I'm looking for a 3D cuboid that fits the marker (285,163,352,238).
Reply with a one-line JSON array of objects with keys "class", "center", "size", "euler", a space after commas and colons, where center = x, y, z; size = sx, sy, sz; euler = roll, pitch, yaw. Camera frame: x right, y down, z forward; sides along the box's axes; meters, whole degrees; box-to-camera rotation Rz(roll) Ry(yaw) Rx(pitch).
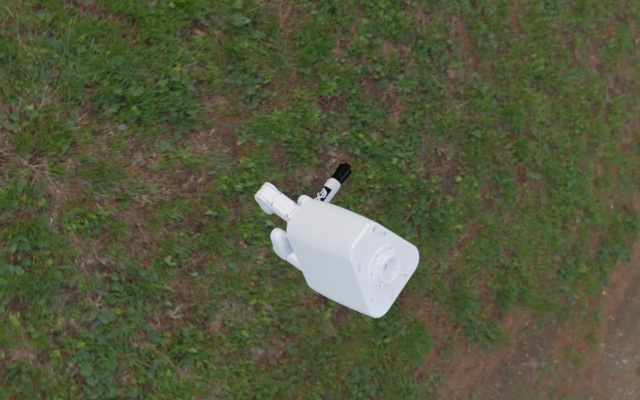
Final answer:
[{"class": "marker", "center": [0.000, 0.002, 0.579], "size": [0.020, 0.121, 0.020], "euler": [34, -16, 11]}]
